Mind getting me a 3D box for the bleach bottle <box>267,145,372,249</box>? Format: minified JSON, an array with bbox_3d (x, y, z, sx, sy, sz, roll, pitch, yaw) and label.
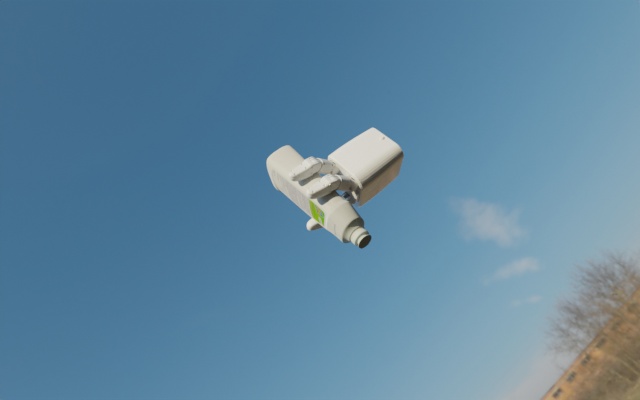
[{"bbox_3d":[0.000,0.003,0.856,0.068,0.103,0.250,-36,53,-14],"label":"bleach bottle"}]
